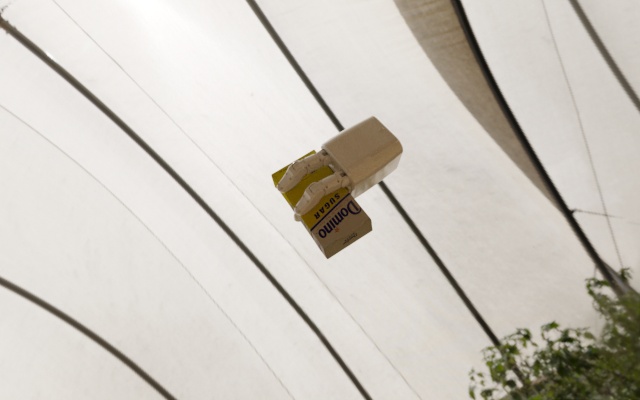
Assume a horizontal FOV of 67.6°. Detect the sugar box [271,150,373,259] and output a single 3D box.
[{"bbox_3d":[0.000,0.002,0.801,0.093,0.176,0.048,-32,-32,-10],"label":"sugar box"}]
